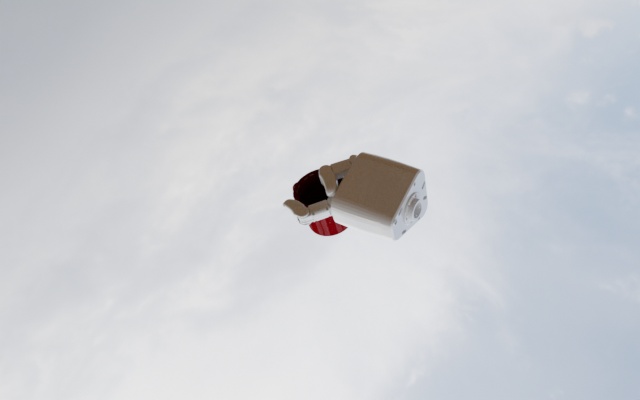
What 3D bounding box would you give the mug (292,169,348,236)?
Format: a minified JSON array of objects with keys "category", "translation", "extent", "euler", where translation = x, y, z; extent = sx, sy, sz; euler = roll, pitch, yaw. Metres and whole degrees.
[{"category":"mug","translation":[-0.001,0.002,0.809],"extent":[0.117,0.082,0.093],"euler":[19,55,34]}]
